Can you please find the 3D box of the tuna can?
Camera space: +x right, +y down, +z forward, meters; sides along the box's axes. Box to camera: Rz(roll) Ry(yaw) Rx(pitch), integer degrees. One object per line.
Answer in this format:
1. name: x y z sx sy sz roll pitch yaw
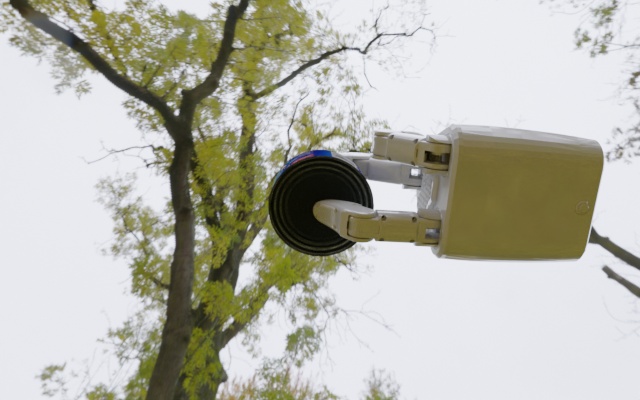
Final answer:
1. tuna can: 0.000 0.001 0.402 0.086 0.086 0.033 0 17 -2
